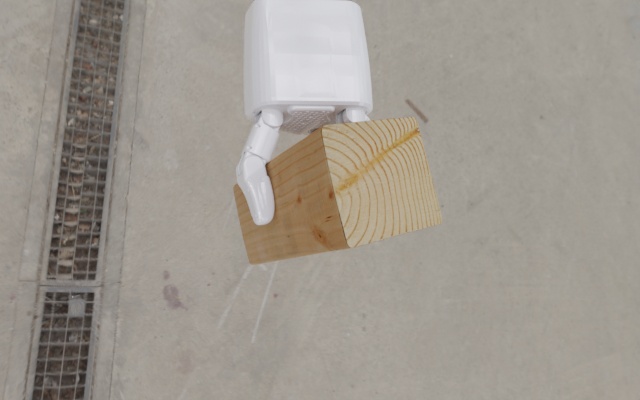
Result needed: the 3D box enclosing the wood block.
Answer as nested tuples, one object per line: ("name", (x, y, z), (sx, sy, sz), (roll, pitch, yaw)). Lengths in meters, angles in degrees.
("wood block", (0.000, 0.001, 0.439), (0.091, 0.090, 0.206), (-11, -5, -29))
